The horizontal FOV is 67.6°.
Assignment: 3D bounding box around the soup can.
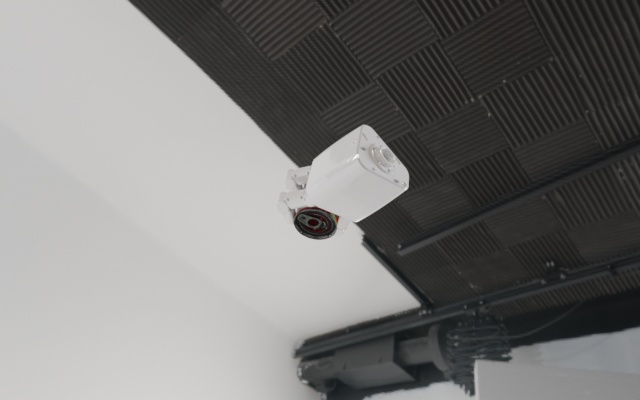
[{"bbox_3d":[0.000,0.003,0.763,0.068,0.102,0.069,7,-44,7],"label":"soup can"}]
